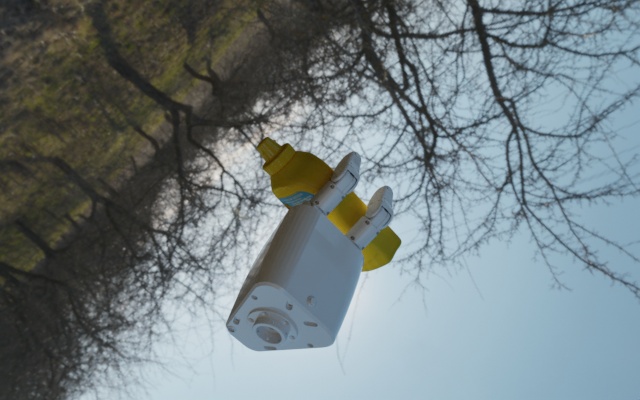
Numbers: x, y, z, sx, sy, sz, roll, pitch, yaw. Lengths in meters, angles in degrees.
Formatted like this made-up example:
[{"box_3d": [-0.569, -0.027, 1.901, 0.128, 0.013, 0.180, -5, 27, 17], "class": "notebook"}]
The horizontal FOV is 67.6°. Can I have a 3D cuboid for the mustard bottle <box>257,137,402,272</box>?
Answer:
[{"box_3d": [0.000, 0.002, 0.547, 0.192, 0.058, 0.096, 45, -26, -17], "class": "mustard bottle"}]
